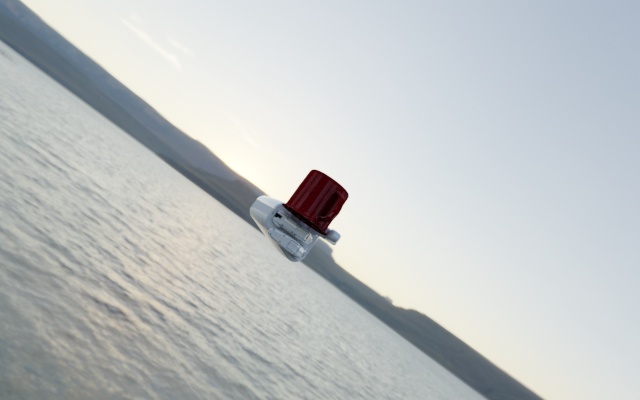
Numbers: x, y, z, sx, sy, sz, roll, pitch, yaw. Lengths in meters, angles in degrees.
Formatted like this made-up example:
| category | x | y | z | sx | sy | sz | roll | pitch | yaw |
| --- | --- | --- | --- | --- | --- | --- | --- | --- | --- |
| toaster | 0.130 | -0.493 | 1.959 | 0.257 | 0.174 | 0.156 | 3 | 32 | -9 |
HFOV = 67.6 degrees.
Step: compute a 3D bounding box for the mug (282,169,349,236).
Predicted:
| category | x | y | z | sx | sy | sz | roll | pitch | yaw |
| --- | --- | --- | --- | --- | --- | --- | --- | --- | --- |
| mug | 0.001 | 0.003 | 0.803 | 0.093 | 0.081 | 0.117 | 40 | -9 | -27 |
